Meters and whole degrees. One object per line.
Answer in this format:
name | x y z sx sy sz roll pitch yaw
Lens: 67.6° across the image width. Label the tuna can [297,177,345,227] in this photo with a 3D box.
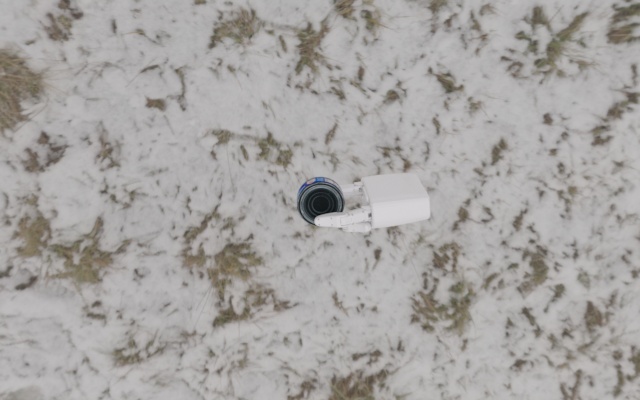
tuna can | 0.000 0.003 0.853 0.086 0.086 0.033 0 18 -2
